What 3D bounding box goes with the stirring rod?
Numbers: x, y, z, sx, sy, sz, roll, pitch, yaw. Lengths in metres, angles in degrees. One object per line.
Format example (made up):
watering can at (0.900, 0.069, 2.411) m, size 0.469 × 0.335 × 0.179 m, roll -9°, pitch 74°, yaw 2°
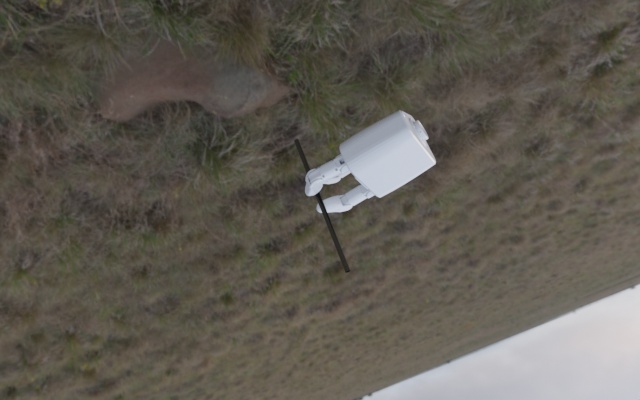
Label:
stirring rod at (0.000, 0.002, 0.757) m, size 0.011 × 0.239 × 0.011 m, roll -18°, pitch -22°, yaw -8°
